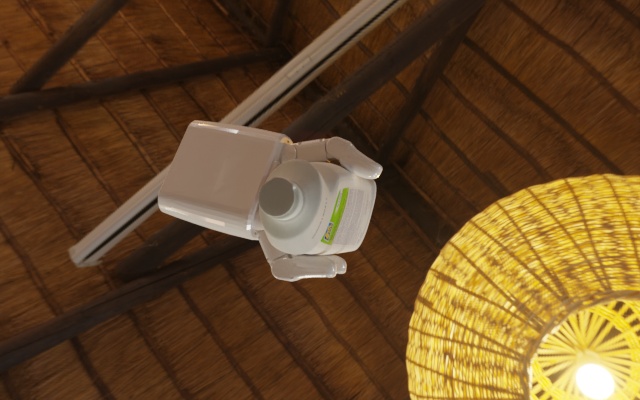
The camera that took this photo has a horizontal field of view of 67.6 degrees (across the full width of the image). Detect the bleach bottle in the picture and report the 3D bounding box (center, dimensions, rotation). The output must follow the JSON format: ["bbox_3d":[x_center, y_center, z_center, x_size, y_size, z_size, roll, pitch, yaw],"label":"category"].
[{"bbox_3d":[0.000,0.002,0.464,0.068,0.102,0.251,13,-2,15],"label":"bleach bottle"}]
